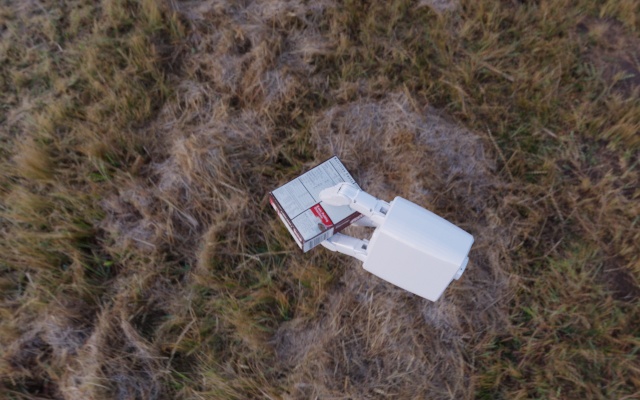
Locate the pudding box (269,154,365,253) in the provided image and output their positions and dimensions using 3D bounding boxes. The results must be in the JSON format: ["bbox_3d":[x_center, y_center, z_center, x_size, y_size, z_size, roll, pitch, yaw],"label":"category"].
[{"bbox_3d":[0.000,0.002,0.650,0.113,0.090,0.039,-30,-20,-17],"label":"pudding box"}]
